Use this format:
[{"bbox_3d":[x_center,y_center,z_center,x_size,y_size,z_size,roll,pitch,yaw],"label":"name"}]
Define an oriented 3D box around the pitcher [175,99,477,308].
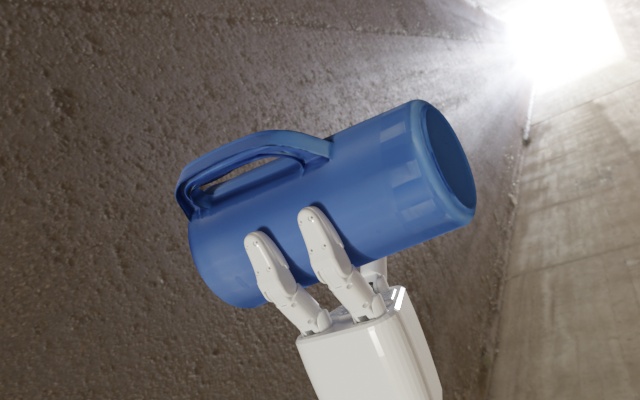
[{"bbox_3d":[0.000,0.002,0.427,0.243,0.145,0.149,-23,-4,31],"label":"pitcher"}]
